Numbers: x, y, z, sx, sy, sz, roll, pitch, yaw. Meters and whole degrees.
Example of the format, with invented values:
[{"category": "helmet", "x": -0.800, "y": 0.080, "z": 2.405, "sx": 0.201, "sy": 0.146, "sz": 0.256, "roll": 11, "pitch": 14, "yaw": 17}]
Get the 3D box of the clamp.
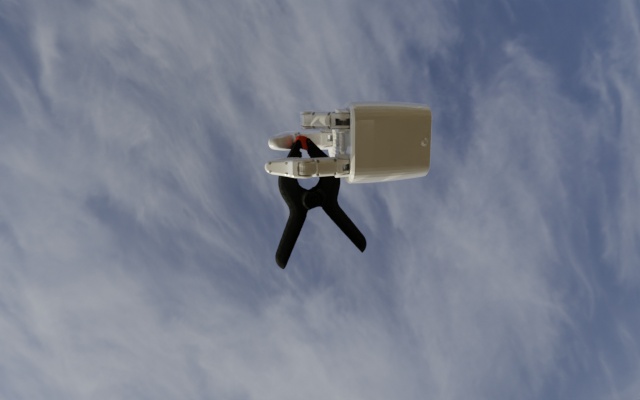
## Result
[{"category": "clamp", "x": 0.000, "y": 0.002, "z": 0.613, "sx": 0.120, "sy": 0.171, "sz": 0.039, "roll": -4, "pitch": 13, "yaw": -15}]
